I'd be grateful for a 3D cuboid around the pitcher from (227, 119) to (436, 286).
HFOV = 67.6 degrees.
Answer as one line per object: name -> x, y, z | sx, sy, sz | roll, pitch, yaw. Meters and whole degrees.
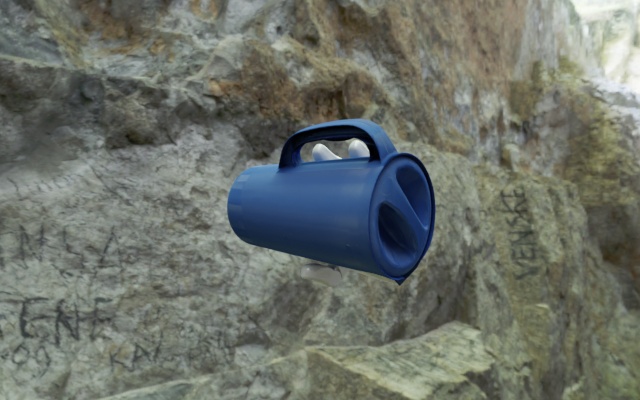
pitcher -> 0.000, 0.002, 0.567 | 0.243, 0.149, 0.145 | 4, -18, 40
